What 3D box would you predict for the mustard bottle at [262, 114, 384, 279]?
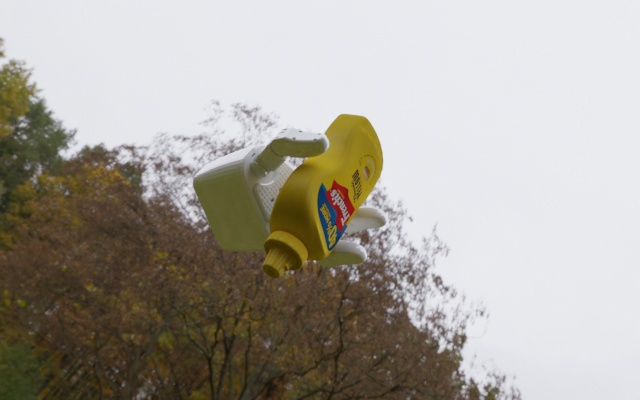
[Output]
[{"bbox_3d":[0.000,0.001,0.478,0.058,0.096,0.191,13,47,28],"label":"mustard bottle"}]
